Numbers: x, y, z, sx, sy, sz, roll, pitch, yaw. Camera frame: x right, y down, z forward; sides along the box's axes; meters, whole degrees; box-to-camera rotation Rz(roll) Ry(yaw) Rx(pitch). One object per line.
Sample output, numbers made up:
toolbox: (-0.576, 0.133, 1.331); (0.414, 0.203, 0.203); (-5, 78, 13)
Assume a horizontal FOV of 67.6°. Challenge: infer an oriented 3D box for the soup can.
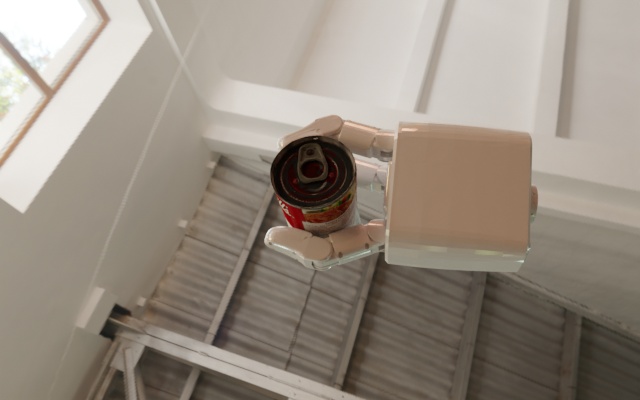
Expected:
soup can: (0.000, 0.002, 0.413); (0.068, 0.068, 0.102); (0, -30, 8)
